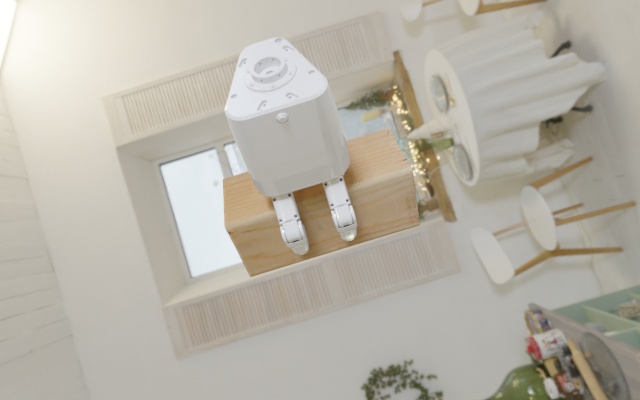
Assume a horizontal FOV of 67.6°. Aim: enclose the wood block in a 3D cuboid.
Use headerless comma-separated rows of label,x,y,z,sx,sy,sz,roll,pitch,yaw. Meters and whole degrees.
wood block,0.000,0.001,0.559,0.206,0.090,0.090,-17,41,1
